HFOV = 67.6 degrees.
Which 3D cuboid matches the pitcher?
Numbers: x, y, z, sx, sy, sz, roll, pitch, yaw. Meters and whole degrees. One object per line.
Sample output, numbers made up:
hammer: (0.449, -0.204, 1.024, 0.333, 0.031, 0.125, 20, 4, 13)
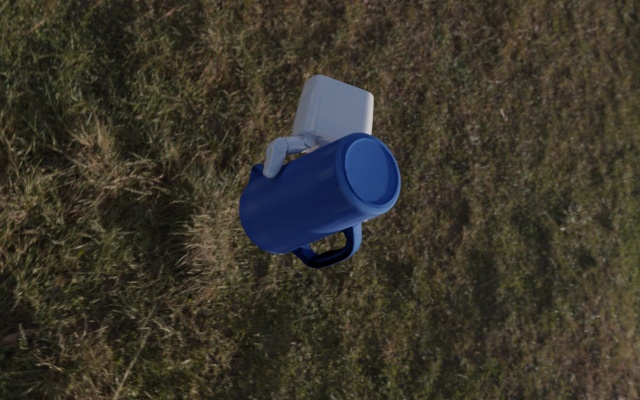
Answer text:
pitcher: (0.000, 0.002, 0.681, 0.149, 0.145, 0.243, 22, -25, -30)
